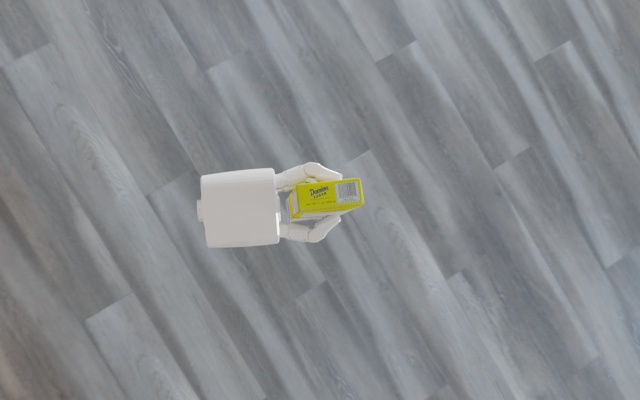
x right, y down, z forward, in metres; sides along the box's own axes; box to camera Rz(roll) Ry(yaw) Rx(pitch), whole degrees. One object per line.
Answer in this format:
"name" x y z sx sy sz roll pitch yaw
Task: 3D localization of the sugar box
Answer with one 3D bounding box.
"sugar box" 0.000 0.002 0.736 0.093 0.048 0.176 -6 -3 -10
